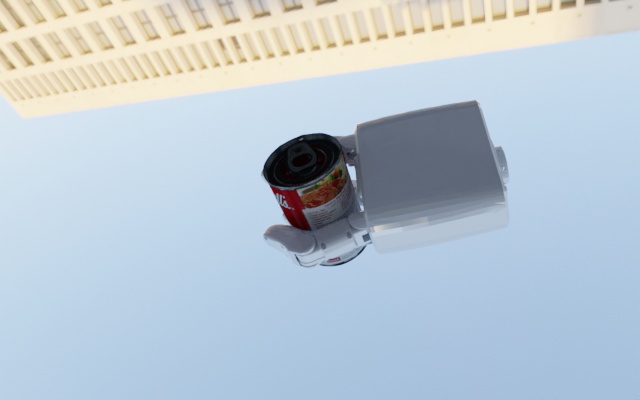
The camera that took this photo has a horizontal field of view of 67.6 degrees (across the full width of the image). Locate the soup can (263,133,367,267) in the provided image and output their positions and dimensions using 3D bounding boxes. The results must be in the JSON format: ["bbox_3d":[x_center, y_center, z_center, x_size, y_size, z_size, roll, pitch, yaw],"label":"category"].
[{"bbox_3d":[0.000,0.002,0.420,0.068,0.068,0.102,0,-45,25],"label":"soup can"}]
